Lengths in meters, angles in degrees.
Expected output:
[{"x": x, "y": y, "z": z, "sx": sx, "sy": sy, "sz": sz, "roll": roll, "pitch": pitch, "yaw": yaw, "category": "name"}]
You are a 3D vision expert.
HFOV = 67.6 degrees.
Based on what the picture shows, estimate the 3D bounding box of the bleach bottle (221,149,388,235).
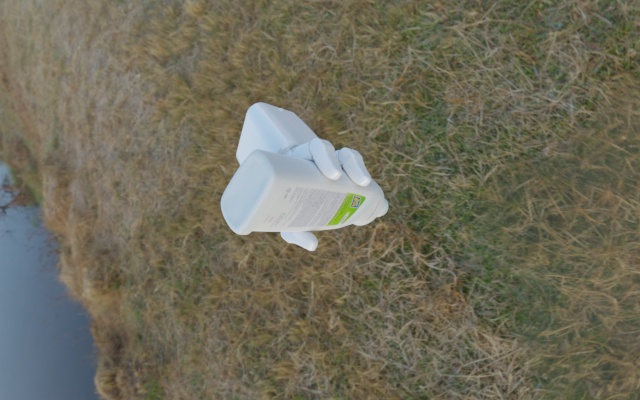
[{"x": 0.000, "y": 0.002, "z": 0.634, "sx": 0.251, "sy": 0.103, "sz": 0.068, "roll": 9, "pitch": 36, "yaw": -46, "category": "bleach bottle"}]
